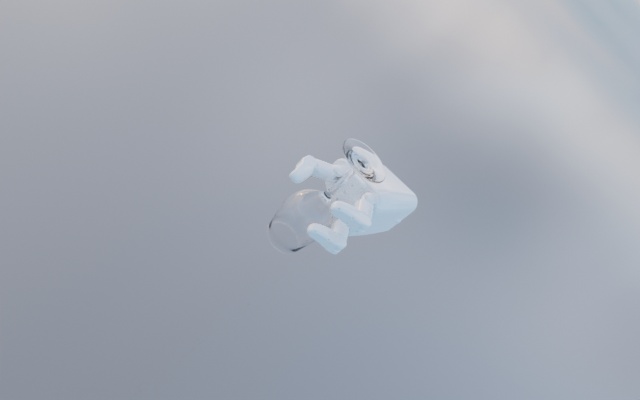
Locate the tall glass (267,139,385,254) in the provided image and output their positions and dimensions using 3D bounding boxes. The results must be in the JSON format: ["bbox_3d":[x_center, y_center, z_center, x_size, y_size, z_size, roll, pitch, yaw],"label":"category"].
[{"bbox_3d":[0.000,0.002,0.692,0.079,0.079,0.201,0,-34,-46],"label":"tall glass"}]
